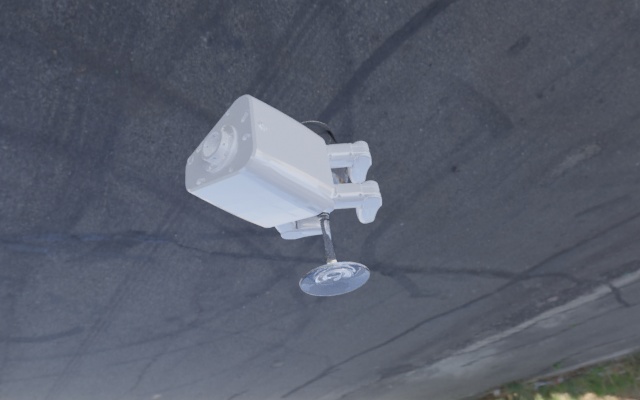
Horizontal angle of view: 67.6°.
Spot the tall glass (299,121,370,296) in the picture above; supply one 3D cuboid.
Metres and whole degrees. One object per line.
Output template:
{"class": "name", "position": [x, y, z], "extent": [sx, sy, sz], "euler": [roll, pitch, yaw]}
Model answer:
{"class": "tall glass", "position": [0.000, 0.002, 0.549], "extent": [0.079, 0.201, 0.079], "euler": [-7, -34, -5]}
